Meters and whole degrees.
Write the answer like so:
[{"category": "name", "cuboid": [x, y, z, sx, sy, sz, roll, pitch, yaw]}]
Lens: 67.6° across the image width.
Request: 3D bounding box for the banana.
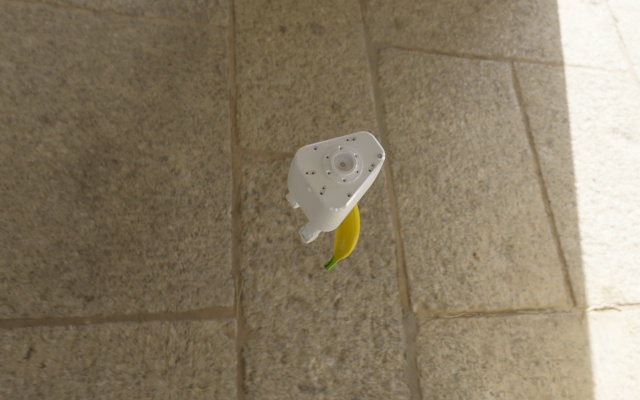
[{"category": "banana", "cuboid": [0.019, 0.002, 0.726, 0.069, 0.197, 0.037, -12, -10, 0]}]
